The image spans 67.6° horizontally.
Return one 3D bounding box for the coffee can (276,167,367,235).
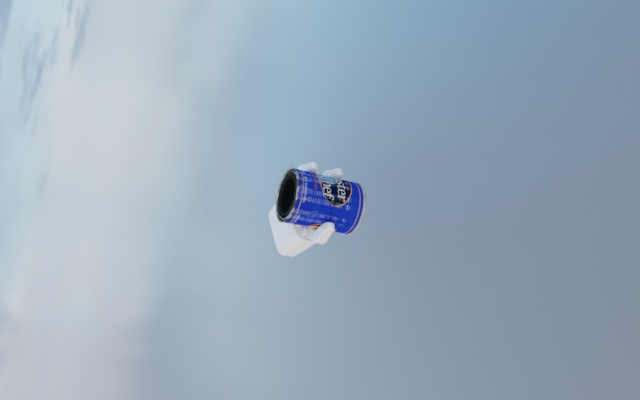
[{"bbox_3d":[0.000,0.003,0.890,0.140,0.103,0.103,12,-5,-24],"label":"coffee can"}]
